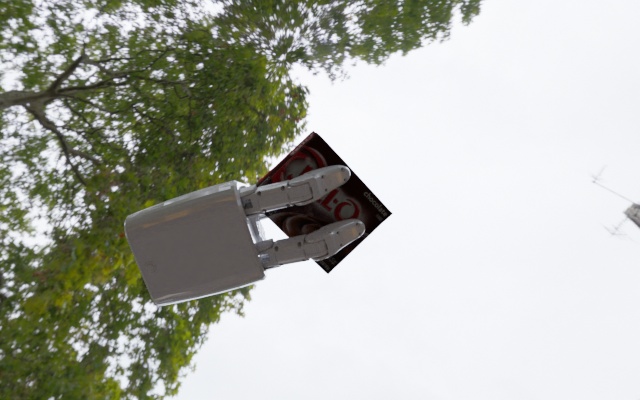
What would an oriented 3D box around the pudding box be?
[{"bbox_3d":[0.000,0.002,0.472,0.113,0.090,0.039,45,5,-17],"label":"pudding box"}]
